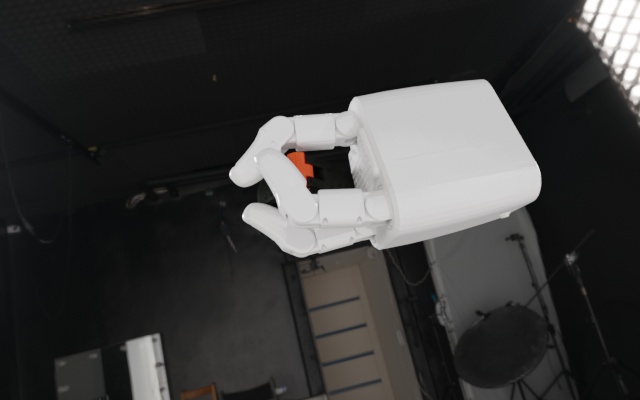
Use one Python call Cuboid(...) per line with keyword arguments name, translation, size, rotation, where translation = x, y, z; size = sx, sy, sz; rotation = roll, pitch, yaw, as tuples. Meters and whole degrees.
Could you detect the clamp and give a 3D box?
Cuboid(name="clamp", translation=(0.000, 0.001, 0.417), size=(0.120, 0.039, 0.171), rotation=(-11, -14, -7))
